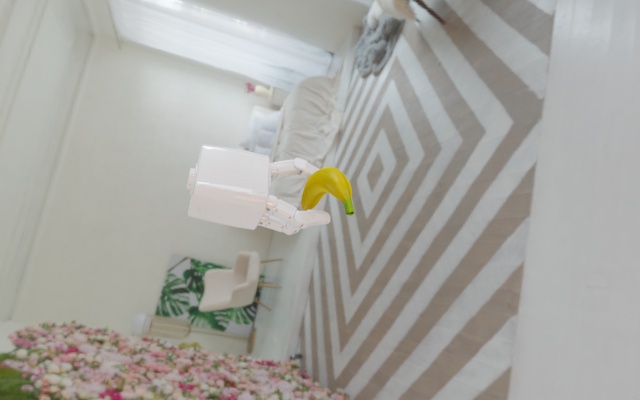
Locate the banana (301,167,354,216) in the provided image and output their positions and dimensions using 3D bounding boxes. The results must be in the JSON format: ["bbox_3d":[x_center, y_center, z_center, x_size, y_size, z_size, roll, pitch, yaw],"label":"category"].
[{"bbox_3d":[0.004,-0.016,0.732,0.037,0.069,0.198,9,-2,-18],"label":"banana"}]
